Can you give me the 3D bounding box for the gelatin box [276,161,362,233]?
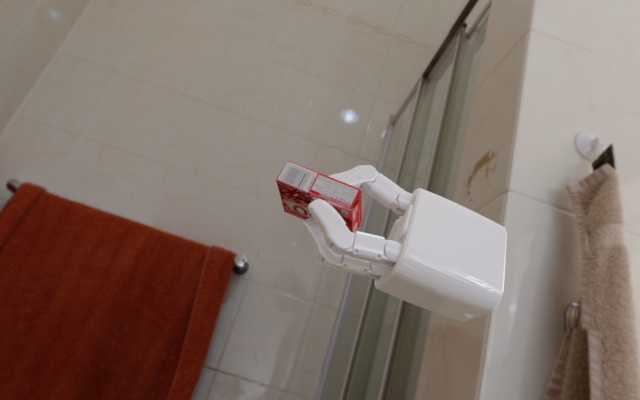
[{"bbox_3d":[0.000,0.001,0.515,0.089,0.030,0.073,22,-24,14],"label":"gelatin box"}]
